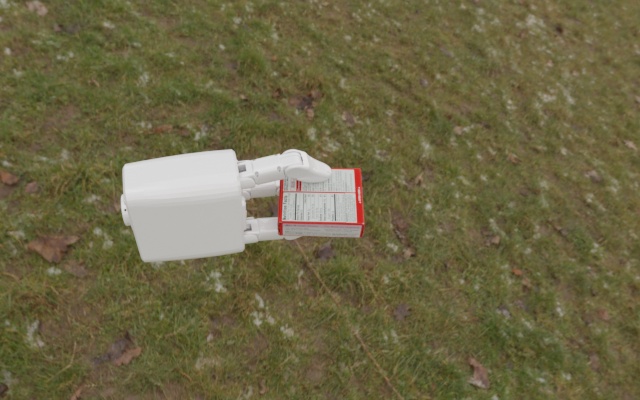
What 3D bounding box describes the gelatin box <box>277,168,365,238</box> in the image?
[{"bbox_3d":[0.000,0.001,0.506,0.089,0.073,0.030,1,-36,-2],"label":"gelatin box"}]
